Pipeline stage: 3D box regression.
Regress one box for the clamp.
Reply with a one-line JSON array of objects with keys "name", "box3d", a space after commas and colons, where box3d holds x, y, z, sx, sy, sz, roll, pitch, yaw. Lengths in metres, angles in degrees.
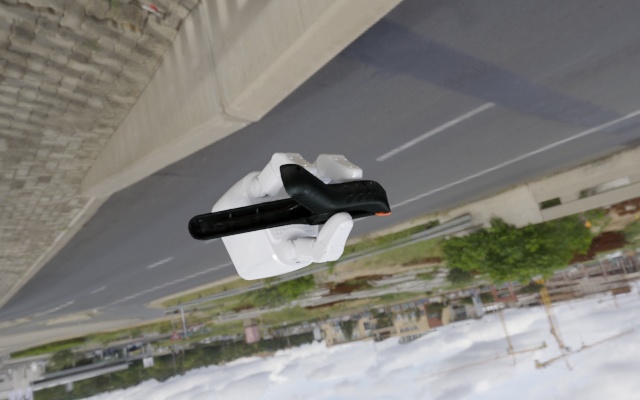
[{"name": "clamp", "box3d": [0.001, 0.002, 0.457, 0.210, 0.036, 0.164, -3, -14, -36]}]
